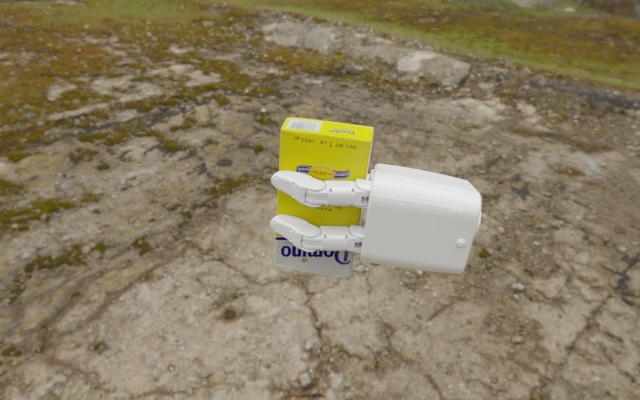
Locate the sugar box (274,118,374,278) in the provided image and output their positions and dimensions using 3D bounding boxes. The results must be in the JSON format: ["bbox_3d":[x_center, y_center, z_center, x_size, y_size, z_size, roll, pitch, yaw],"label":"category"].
[{"bbox_3d":[0.000,0.002,0.523,0.093,0.176,0.048,9,29,6],"label":"sugar box"}]
